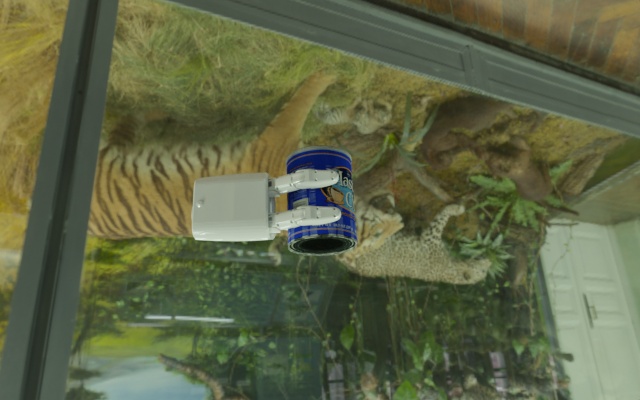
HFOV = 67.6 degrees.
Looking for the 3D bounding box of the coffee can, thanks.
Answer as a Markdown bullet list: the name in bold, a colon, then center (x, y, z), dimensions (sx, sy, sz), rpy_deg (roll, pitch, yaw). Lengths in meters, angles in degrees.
- **coffee can**: center (0.000, 0.002, 0.719), dimensions (0.103, 0.140, 0.103), rpy_deg (-2, -21, -1)
